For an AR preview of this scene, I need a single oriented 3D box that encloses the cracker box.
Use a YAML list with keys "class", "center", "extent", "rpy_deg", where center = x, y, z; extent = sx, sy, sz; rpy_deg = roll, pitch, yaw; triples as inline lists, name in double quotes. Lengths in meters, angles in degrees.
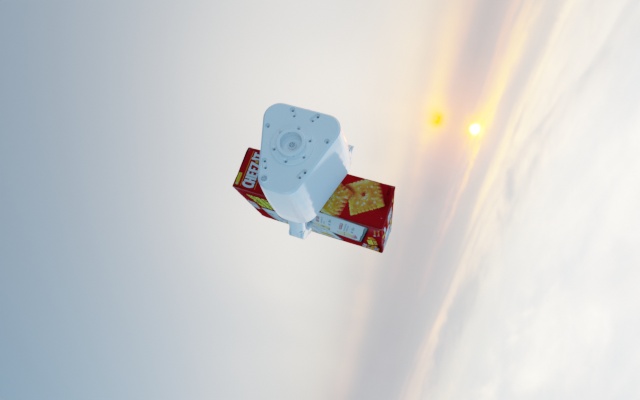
- class: "cracker box"
  center: [0.000, 0.003, 0.707]
  extent: [0.213, 0.072, 0.164]
  rpy_deg: [17, -13, 12]
